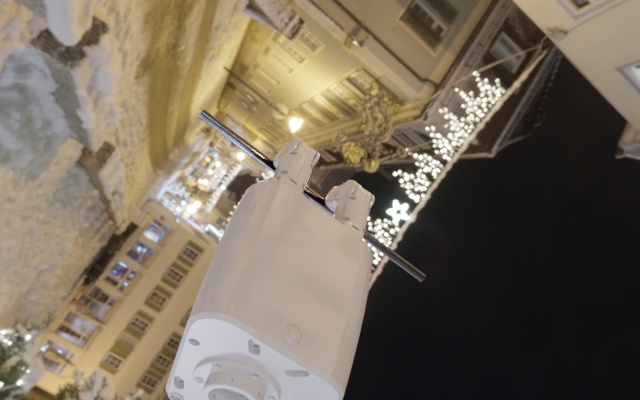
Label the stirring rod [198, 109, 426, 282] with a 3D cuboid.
[{"bbox_3d":[0.000,0.001,0.403,0.239,0.011,0.011,37,-11,-16],"label":"stirring rod"}]
